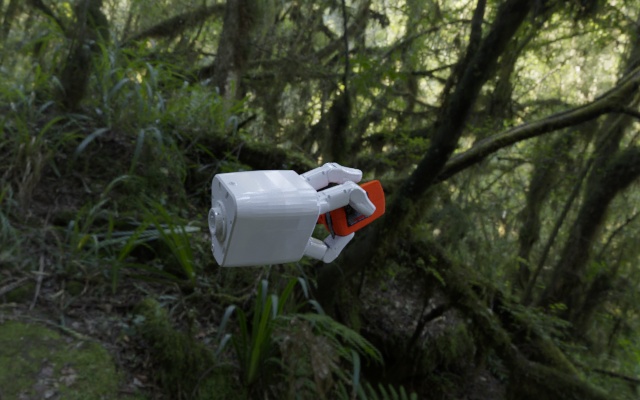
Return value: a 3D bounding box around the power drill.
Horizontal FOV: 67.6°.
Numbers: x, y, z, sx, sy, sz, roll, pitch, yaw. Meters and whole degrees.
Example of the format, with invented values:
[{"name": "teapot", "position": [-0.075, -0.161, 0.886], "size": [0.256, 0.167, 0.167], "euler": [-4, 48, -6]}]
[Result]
[{"name": "power drill", "position": [0.000, 0.002, 0.713], "size": [0.187, 0.057, 0.184], "euler": [1, 21, 45]}]
